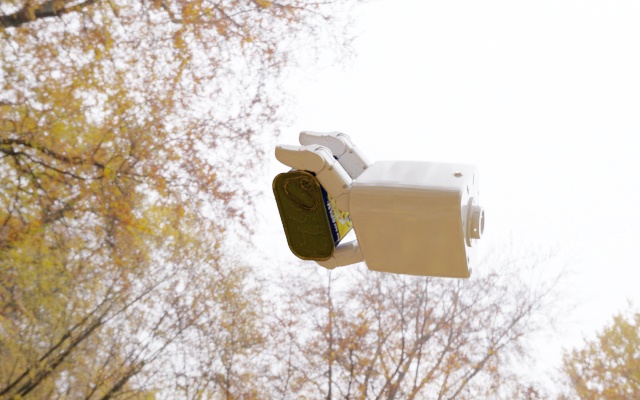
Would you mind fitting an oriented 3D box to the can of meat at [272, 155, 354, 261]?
[{"bbox_3d":[0.000,0.002,0.525,0.057,0.102,0.084,-2,23,31],"label":"can of meat"}]
